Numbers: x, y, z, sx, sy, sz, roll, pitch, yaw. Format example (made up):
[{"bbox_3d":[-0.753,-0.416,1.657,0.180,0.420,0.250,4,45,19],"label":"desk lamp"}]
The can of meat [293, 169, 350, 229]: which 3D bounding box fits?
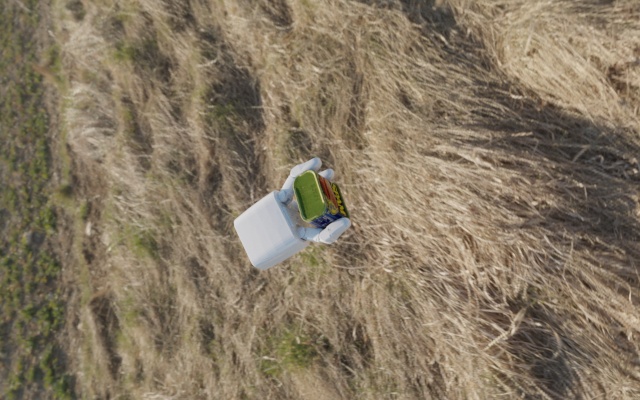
[{"bbox_3d":[0.000,0.003,0.856,0.057,0.102,0.084,-30,-31,20],"label":"can of meat"}]
